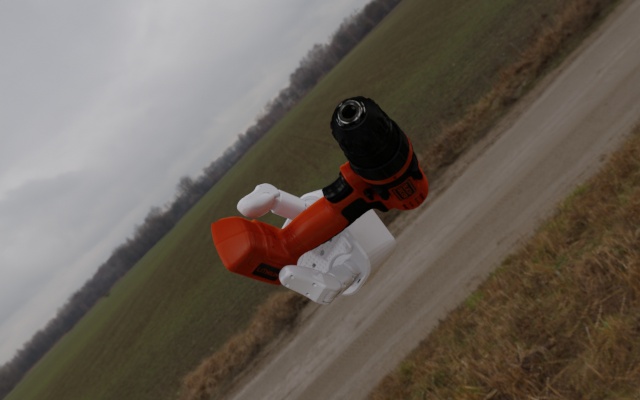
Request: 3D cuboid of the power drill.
[{"bbox_3d":[0.000,0.002,0.423,0.188,0.057,0.184,-31,-29,12],"label":"power drill"}]
